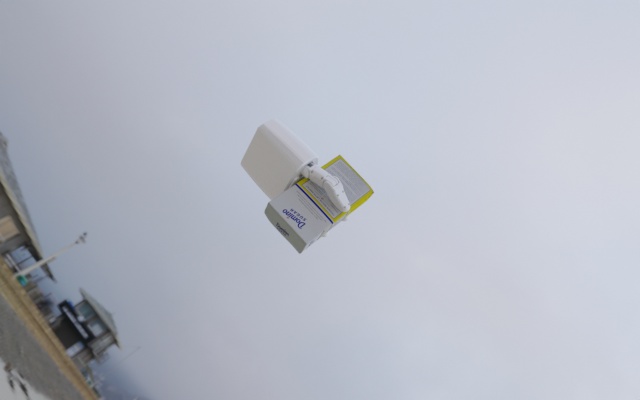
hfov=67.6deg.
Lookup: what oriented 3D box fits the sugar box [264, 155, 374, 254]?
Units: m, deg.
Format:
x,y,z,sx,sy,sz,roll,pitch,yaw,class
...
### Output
x,y,z,sx,sy,sz,roll,pitch,yaw,class
0.000,0.003,0.801,0.176,0.093,0.048,-36,-13,-32,sugar box
